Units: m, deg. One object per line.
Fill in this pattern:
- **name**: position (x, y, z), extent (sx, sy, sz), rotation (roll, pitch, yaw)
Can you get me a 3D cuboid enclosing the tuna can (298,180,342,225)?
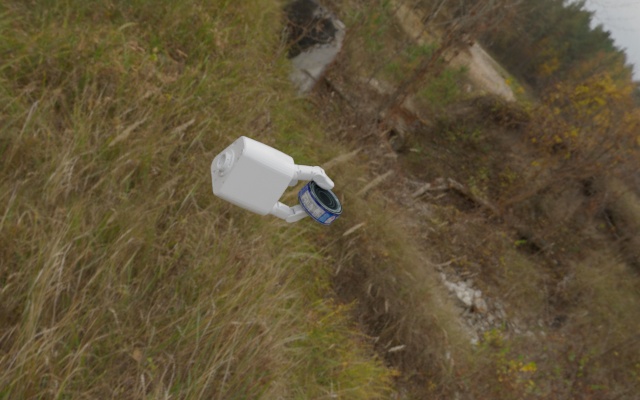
- **tuna can**: position (0.001, 0.003, 0.895), extent (0.034, 0.086, 0.086), rotation (-43, -21, 24)
